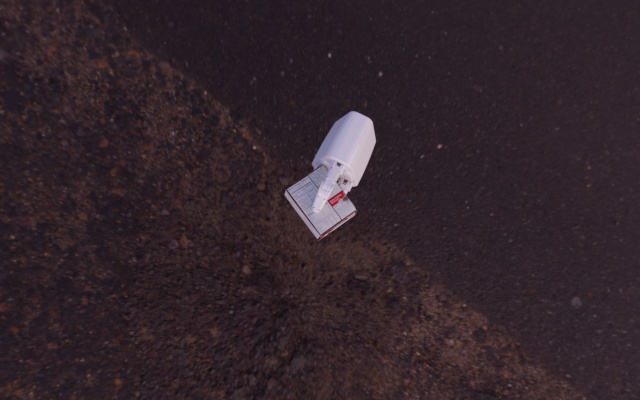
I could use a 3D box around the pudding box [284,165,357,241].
[{"bbox_3d":[0.000,0.003,0.889,0.090,0.113,0.039,-35,-10,-14],"label":"pudding box"}]
